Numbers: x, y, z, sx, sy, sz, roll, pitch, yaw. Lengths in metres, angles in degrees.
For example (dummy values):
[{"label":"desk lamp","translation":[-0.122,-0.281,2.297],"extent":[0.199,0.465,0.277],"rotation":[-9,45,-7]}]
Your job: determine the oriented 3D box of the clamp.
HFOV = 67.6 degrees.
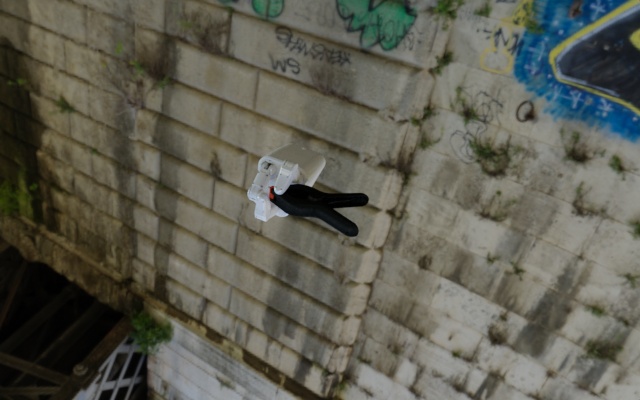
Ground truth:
[{"label":"clamp","translation":[0.000,0.003,0.810],"extent":[0.171,0.039,0.120],"rotation":[20,27,14]}]
